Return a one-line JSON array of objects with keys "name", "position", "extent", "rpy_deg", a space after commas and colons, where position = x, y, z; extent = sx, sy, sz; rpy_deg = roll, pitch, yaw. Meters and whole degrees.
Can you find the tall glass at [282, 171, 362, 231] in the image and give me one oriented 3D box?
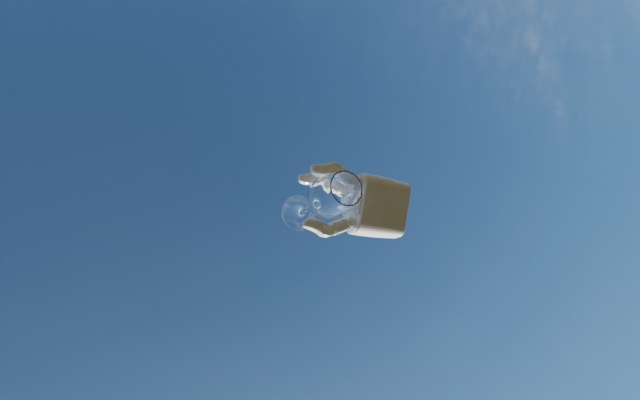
[{"name": "tall glass", "position": [0.000, 0.003, 0.880], "extent": [0.079, 0.079, 0.201], "rpy_deg": [0, -14, -27]}]
